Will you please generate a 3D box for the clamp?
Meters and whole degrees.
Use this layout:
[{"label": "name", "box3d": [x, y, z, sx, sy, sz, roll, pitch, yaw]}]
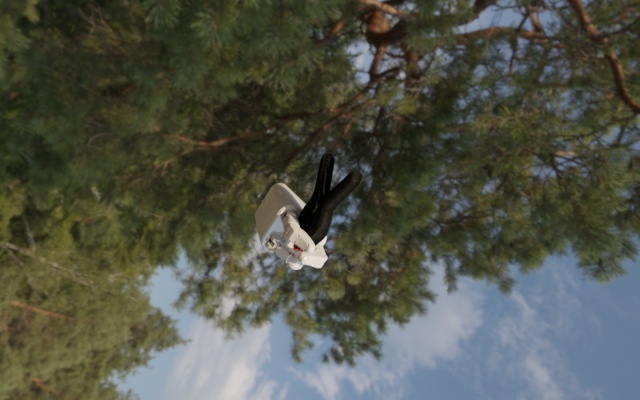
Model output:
[{"label": "clamp", "box3d": [0.001, 0.003, 0.791, 0.039, 0.171, 0.120, 26, 17, -26]}]
